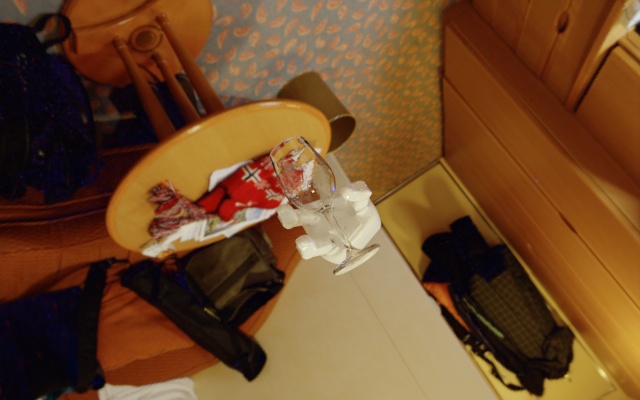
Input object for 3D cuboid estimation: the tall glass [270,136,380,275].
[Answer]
[{"bbox_3d":[0.000,0.003,0.683,0.079,0.201,0.079,-28,-20,-11],"label":"tall glass"}]
